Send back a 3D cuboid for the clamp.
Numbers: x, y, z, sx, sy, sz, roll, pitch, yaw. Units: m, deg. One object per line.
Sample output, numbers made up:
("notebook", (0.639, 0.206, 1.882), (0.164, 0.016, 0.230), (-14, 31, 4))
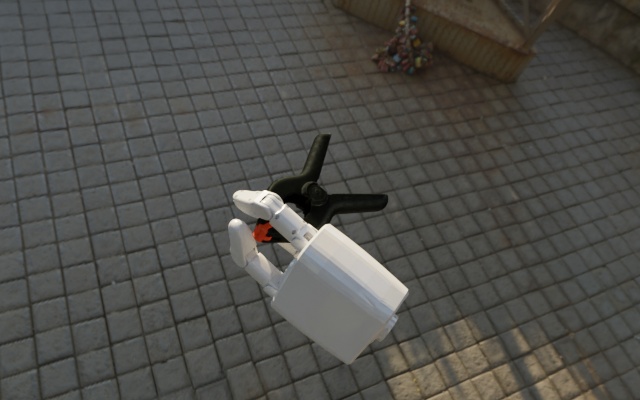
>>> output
("clamp", (0.000, 0.001, 0.544), (0.171, 0.120, 0.039), (-46, -11, -33))
